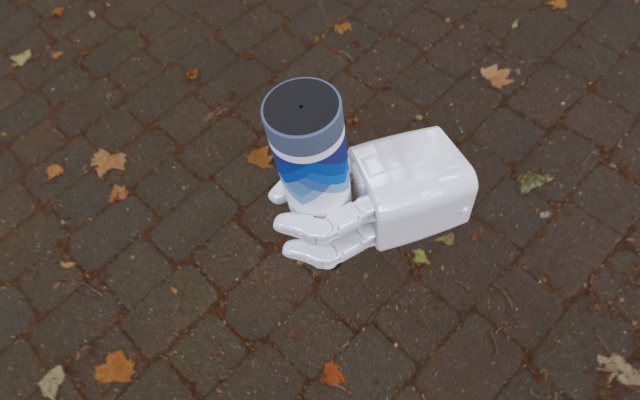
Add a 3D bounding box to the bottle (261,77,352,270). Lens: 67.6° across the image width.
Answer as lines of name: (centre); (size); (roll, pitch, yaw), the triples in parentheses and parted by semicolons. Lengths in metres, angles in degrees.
bottle: (0.000, 0.002, 0.507); (0.069, 0.069, 0.296); (0, -32, 7)
